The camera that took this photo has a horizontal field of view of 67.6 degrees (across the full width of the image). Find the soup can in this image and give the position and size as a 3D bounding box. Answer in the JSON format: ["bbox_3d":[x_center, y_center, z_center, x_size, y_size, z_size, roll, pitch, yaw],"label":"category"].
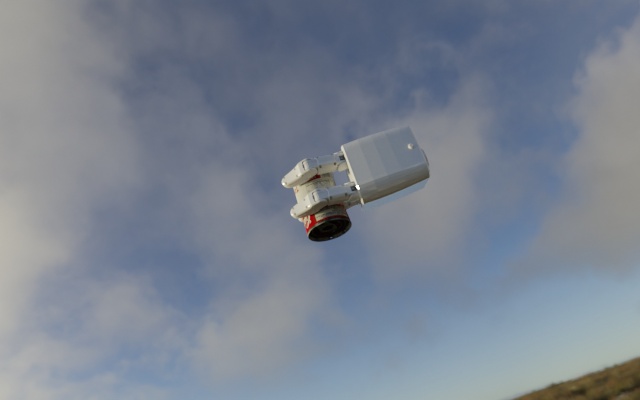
[{"bbox_3d":[0.000,0.002,0.729,0.068,0.102,0.068,-14,-28,-8],"label":"soup can"}]
